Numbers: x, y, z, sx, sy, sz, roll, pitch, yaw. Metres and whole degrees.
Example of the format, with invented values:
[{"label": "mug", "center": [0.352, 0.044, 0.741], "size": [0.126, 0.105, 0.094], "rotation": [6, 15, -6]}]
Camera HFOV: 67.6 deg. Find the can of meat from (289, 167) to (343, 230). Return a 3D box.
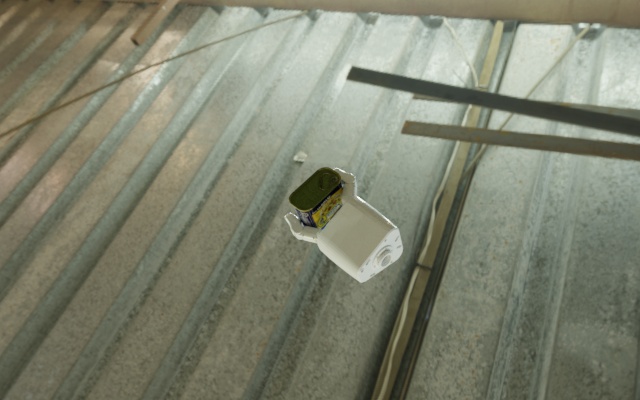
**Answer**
[{"label": "can of meat", "center": [0.000, 0.003, 0.890], "size": [0.057, 0.102, 0.084], "rotation": [34, -21, 36]}]
